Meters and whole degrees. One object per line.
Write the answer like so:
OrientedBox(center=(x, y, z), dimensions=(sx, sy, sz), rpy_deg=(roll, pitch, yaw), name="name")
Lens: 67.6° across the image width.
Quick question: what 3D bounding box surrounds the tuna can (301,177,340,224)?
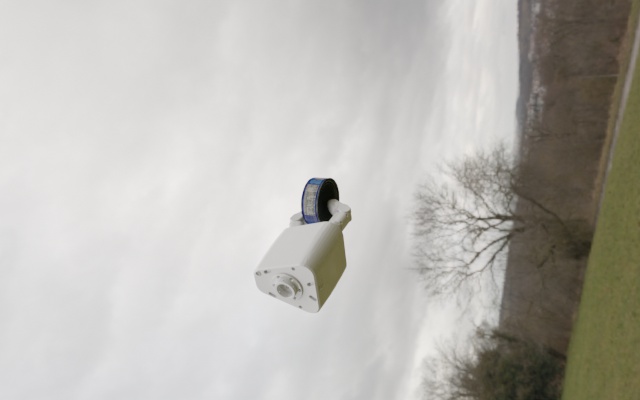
OrientedBox(center=(0.000, 0.003, 0.823), dimensions=(0.034, 0.086, 0.086), rpy_deg=(5, 2, 27), name="tuna can")
